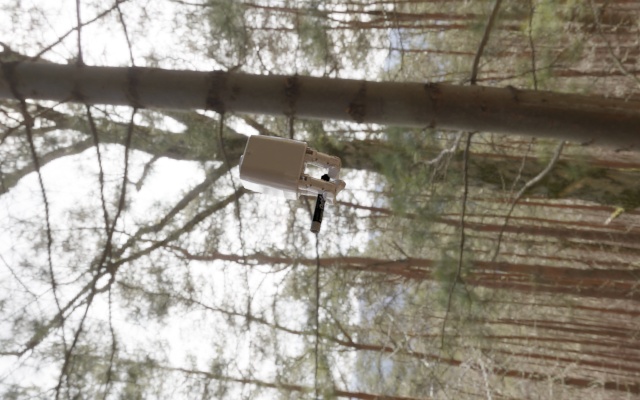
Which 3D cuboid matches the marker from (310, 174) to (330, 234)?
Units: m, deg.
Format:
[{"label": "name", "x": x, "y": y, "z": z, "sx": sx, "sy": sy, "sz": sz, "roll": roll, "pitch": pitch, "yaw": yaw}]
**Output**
[{"label": "marker", "x": 0.000, "y": 0.003, "z": 0.873, "sx": 0.020, "sy": 0.121, "sz": 0.020, "roll": 9, "pitch": -28, "yaw": 5}]
